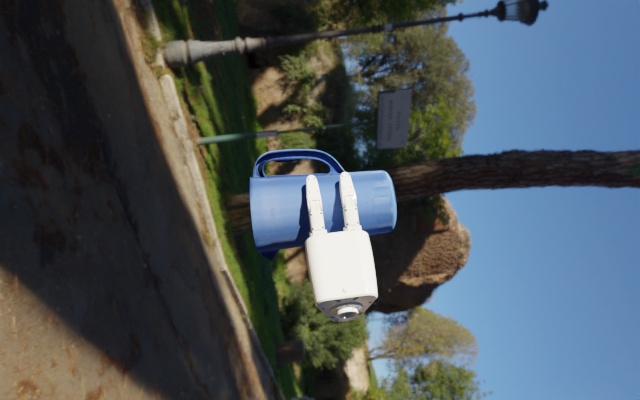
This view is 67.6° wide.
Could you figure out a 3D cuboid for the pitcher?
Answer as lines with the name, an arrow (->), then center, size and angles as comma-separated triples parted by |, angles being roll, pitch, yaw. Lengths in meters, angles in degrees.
pitcher -> 0.000, 0.003, 0.817 | 0.243, 0.145, 0.149 | -6, -35, -3
